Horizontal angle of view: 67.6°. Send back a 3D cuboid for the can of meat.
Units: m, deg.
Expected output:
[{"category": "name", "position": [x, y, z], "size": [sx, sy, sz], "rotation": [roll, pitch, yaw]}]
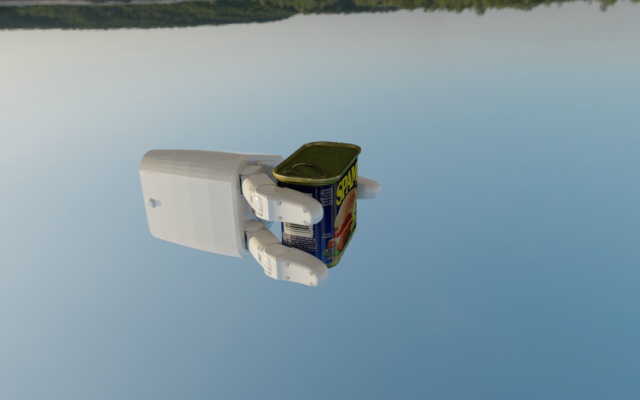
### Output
[{"category": "can of meat", "position": [0.000, 0.002, 0.429], "size": [0.057, 0.084, 0.102], "rotation": [7, 24, 17]}]
